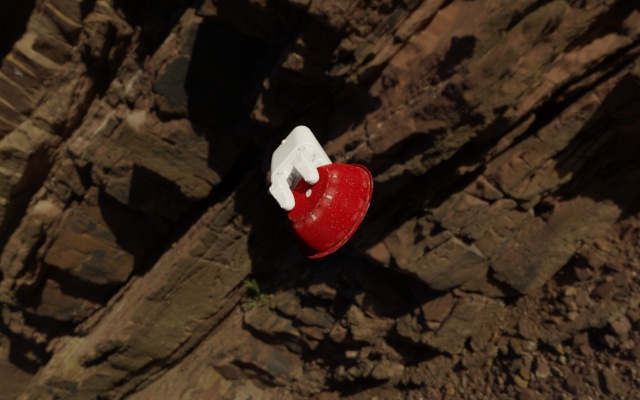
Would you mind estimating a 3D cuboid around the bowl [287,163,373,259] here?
[{"bbox_3d":[0.000,0.003,0.705,0.055,0.162,0.162,34,-19,-30],"label":"bowl"}]
